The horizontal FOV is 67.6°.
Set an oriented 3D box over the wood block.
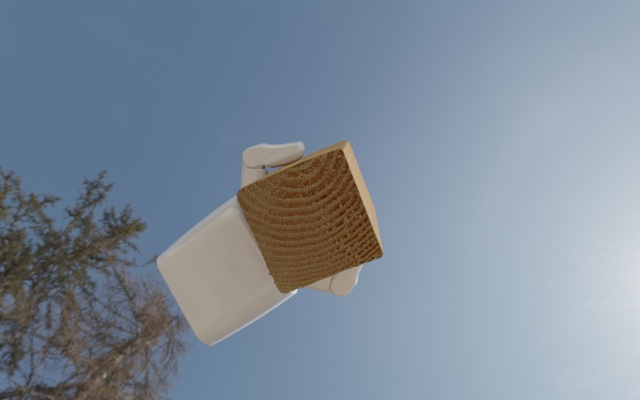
[{"bbox_3d":[0.000,0.001,0.460,0.090,0.091,0.206,-22,7,7],"label":"wood block"}]
